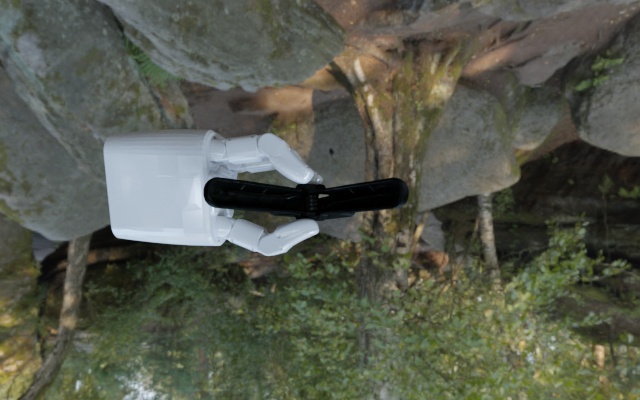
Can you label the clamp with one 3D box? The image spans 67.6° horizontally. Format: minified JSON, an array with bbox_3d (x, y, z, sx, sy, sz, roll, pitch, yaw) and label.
[{"bbox_3d":[0.000,0.002,0.468,0.164,0.036,0.210,1,-5,9],"label":"clamp"}]
